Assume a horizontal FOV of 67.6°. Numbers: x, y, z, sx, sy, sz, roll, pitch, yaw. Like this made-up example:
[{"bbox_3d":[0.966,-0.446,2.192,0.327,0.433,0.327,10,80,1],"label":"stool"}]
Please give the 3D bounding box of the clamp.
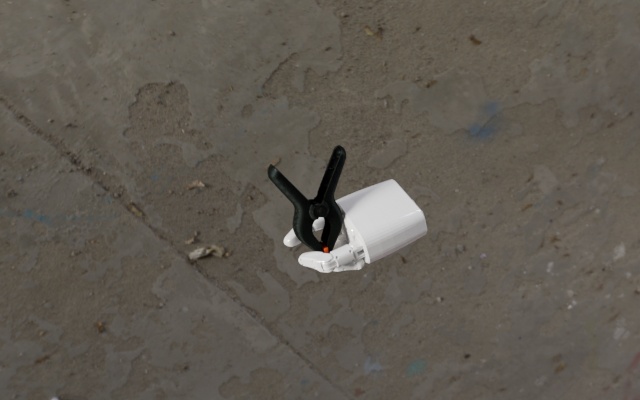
[{"bbox_3d":[0.000,0.003,0.711,0.120,0.171,0.039,-23,28,-10],"label":"clamp"}]
